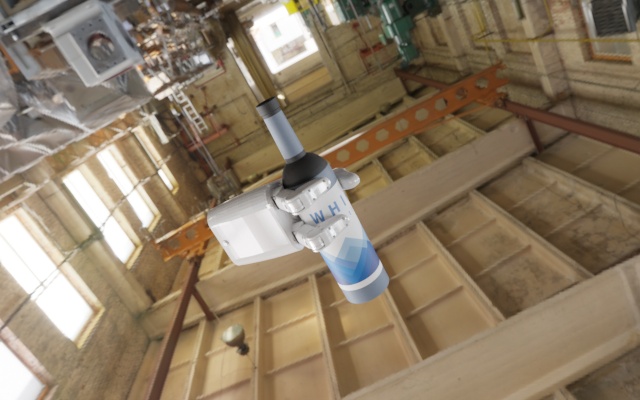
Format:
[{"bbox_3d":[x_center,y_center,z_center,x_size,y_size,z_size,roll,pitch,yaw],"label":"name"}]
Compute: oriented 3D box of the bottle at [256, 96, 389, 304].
[{"bbox_3d":[0.000,0.002,0.626,0.069,0.296,0.069,-25,20,10],"label":"bottle"}]
